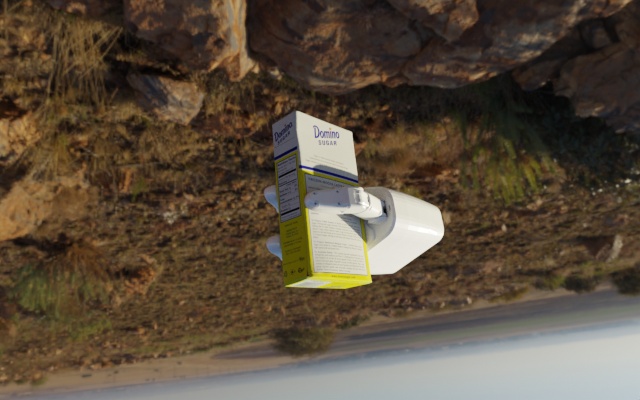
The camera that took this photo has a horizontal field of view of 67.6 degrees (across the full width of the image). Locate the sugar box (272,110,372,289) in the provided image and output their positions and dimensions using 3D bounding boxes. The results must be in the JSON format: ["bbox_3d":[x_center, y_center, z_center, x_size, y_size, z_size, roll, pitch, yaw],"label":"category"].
[{"bbox_3d":[0.000,0.002,0.507,0.048,0.176,0.093,-24,-26,40],"label":"sugar box"}]
